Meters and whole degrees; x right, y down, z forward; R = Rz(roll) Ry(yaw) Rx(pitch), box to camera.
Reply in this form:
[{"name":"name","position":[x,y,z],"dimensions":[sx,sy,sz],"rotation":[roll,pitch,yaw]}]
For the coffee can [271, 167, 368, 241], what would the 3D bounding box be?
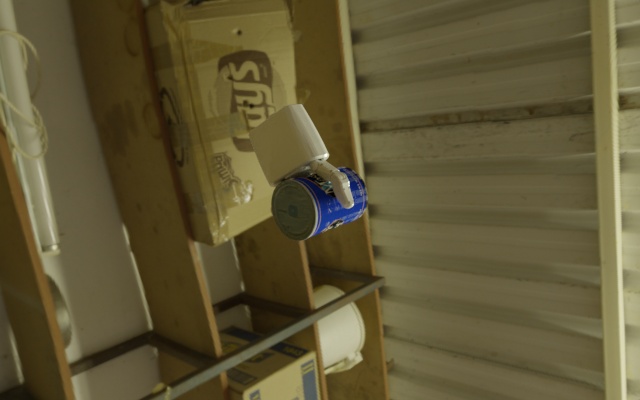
[{"name":"coffee can","position":[0.000,0.003,0.830],"dimensions":[0.103,0.103,0.140],"rotation":[0,12,43]}]
